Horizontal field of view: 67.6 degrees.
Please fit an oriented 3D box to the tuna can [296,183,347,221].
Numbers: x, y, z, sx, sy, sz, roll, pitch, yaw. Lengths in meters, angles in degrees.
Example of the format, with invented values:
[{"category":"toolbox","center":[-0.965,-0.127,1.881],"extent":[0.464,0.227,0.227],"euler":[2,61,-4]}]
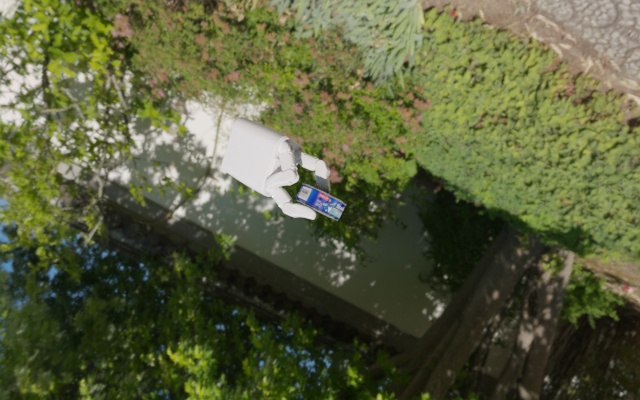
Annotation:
[{"category":"tuna can","center":[0.000,0.003,0.838],"extent":[0.086,0.034,0.086],"euler":[26,-3,1]}]
